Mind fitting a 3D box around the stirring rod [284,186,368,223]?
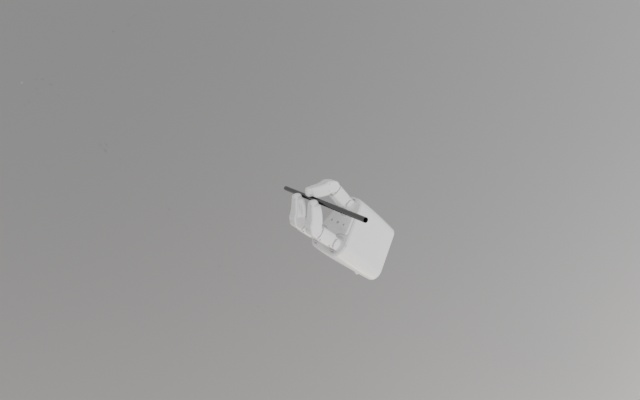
[{"bbox_3d":[0.000,0.002,0.758,0.011,0.011,0.239,0,12,-32],"label":"stirring rod"}]
